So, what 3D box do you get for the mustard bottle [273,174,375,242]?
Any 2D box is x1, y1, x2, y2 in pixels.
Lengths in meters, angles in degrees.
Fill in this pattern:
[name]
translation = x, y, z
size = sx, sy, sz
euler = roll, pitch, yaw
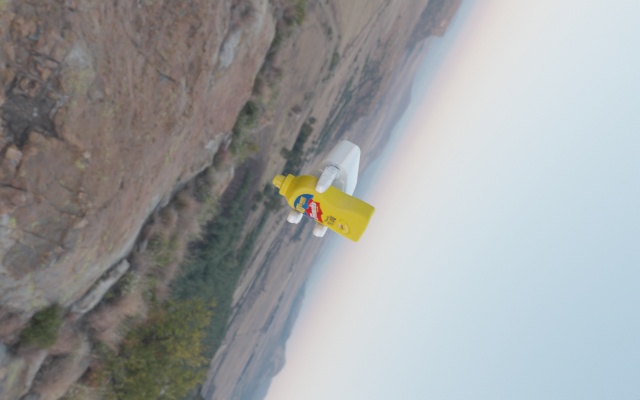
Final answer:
[mustard bottle]
translation = 0.000, 0.003, 0.876
size = 0.191, 0.058, 0.096
euler = 28, -30, 4
